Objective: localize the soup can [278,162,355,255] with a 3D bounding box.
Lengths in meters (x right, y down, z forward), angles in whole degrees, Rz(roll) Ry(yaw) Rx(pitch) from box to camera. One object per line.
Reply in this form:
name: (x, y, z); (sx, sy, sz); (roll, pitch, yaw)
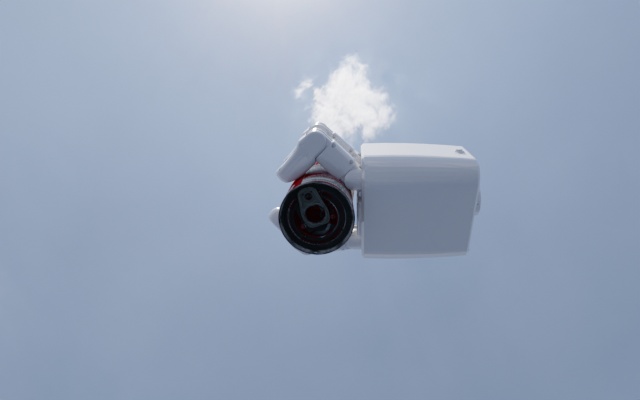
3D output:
soup can: (0.000, 0.002, 0.467); (0.068, 0.068, 0.102); (0, 17, 4)
